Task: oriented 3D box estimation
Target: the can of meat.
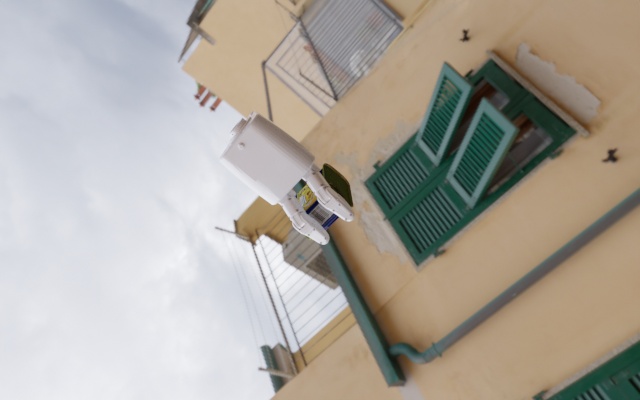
[{"bbox_3d":[0.000,0.003,0.748,0.057,0.084,0.102,37,21,-20],"label":"can of meat"}]
